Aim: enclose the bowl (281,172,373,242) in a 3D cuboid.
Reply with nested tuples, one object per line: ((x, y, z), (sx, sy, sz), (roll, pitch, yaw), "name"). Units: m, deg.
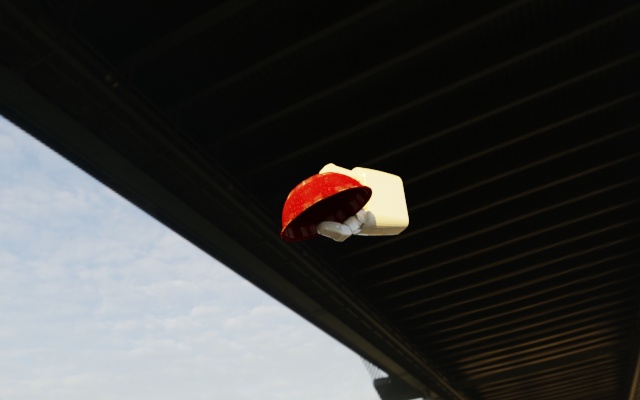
((-0.001, 0.002, 0.760), (0.162, 0.055, 0.162), (-25, -19, -10), "bowl")
